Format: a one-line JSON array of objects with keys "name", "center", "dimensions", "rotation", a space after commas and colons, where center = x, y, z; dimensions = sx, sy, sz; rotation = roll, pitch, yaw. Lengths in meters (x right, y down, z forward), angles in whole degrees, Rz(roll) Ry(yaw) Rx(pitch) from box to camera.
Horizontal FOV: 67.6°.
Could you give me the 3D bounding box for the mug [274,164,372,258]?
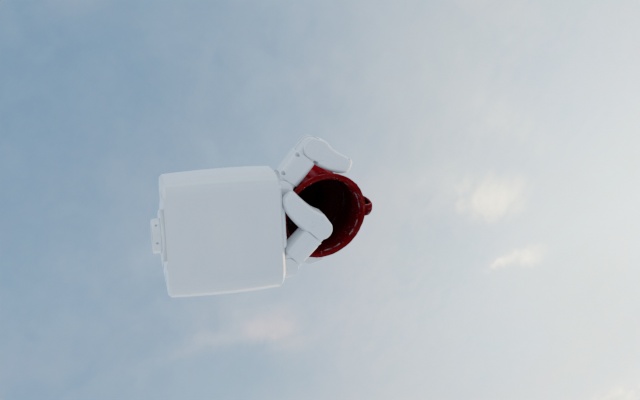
[{"name": "mug", "center": [0.001, 0.001, 0.524], "dimensions": [0.117, 0.093, 0.081], "rotation": [-3, 23, -24]}]
